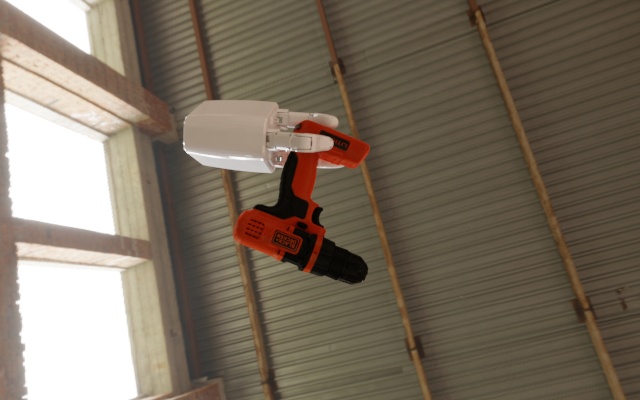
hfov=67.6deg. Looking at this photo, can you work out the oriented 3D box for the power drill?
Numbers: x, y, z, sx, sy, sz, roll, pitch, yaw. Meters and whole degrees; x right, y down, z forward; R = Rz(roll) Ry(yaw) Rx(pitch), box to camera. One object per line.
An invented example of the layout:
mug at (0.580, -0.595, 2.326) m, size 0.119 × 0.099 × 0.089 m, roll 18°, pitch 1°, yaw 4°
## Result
power drill at (0.000, 0.002, 0.634) m, size 0.184 × 0.187 × 0.057 m, roll 22°, pitch -13°, yaw -8°
